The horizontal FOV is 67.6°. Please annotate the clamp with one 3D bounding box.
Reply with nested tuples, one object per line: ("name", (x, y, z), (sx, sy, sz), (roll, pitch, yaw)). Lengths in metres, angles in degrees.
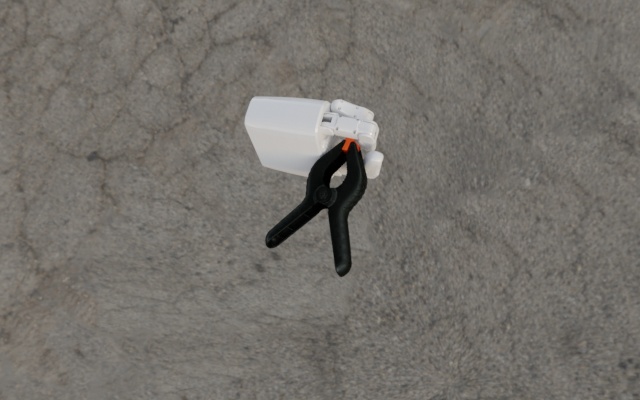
("clamp", (0.000, 0.002, 0.596), (0.120, 0.171, 0.039), (10, -17, 21))
